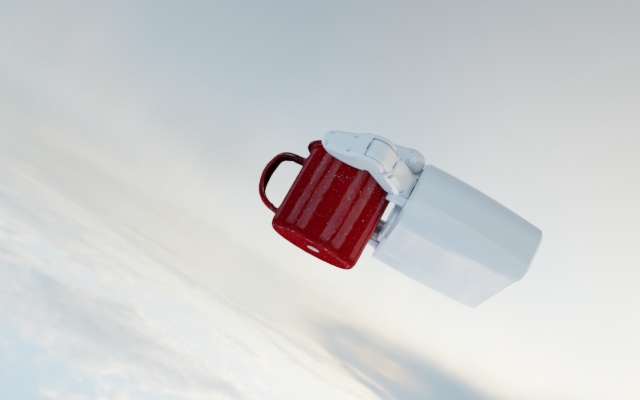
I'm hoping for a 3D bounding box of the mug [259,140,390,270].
[{"bbox_3d":[-0.001,0.001,0.416,0.117,0.081,0.093,29,-13,6],"label":"mug"}]
